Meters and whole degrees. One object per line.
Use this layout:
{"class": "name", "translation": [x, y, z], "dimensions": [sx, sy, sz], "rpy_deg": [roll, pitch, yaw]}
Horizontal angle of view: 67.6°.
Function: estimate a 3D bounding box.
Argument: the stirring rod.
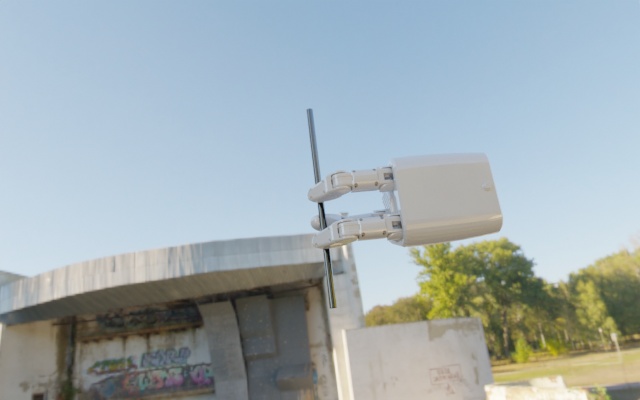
{"class": "stirring rod", "translation": [0.000, 0.002, 0.549], "dimensions": [0.011, 0.239, 0.011], "rpy_deg": [-6, -19, -2]}
